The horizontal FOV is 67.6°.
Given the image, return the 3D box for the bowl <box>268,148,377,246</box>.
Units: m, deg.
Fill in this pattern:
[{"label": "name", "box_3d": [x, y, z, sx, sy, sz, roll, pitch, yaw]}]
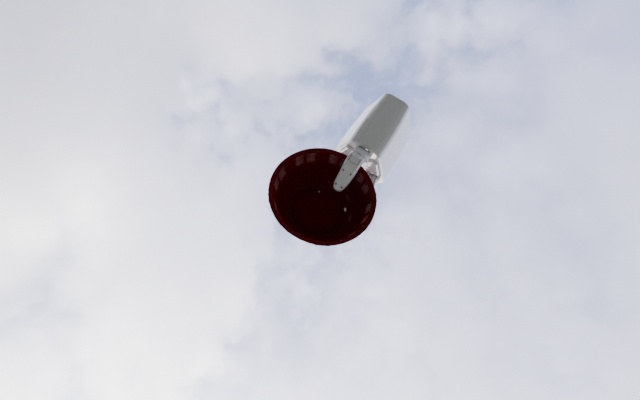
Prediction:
[{"label": "bowl", "box_3d": [-0.001, 0.003, 0.723, 0.162, 0.162, 0.055, 0, -27, -11]}]
